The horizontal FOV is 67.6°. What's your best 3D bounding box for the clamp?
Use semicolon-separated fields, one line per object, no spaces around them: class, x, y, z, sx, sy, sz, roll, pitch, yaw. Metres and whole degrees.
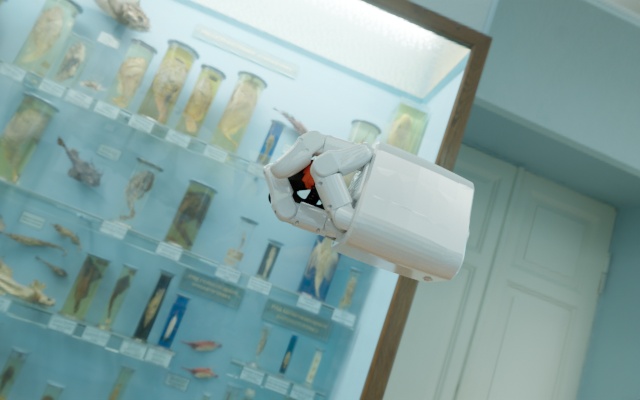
clamp;0.000;0.001;0.539;0.120;0.039;0.171;22;-13;-4
